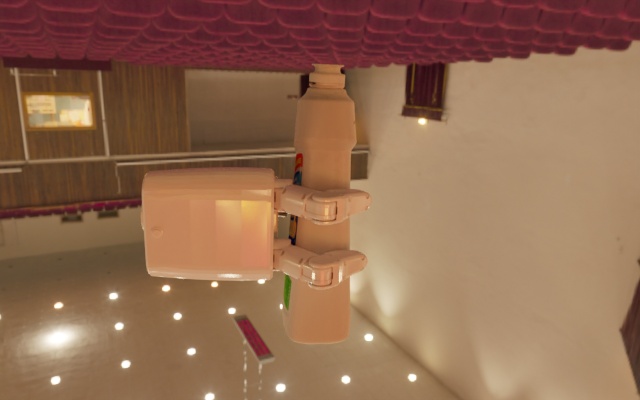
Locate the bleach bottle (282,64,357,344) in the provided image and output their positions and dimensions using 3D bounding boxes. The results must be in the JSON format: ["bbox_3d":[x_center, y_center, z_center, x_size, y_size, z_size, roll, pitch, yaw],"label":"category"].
[{"bbox_3d":[0.000,0.002,0.452,0.068,0.251,0.102,1,16,-7],"label":"bleach bottle"}]
